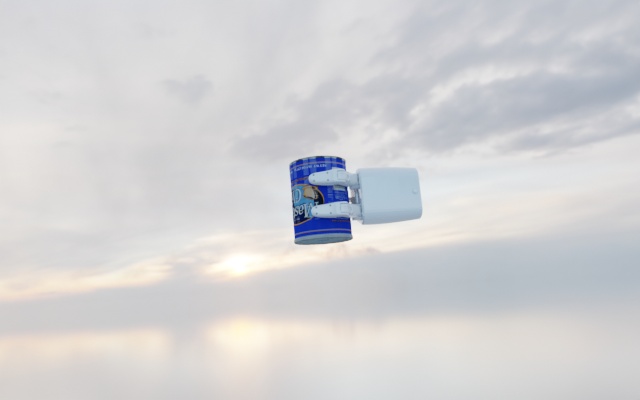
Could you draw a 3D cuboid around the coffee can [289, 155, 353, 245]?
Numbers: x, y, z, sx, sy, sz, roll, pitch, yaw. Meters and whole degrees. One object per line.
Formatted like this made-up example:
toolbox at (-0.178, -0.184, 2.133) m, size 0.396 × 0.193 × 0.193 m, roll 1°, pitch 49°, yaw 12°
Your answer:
coffee can at (0.000, 0.003, 0.838) m, size 0.103 × 0.140 × 0.103 m, roll -4°, pitch -11°, yaw -1°
